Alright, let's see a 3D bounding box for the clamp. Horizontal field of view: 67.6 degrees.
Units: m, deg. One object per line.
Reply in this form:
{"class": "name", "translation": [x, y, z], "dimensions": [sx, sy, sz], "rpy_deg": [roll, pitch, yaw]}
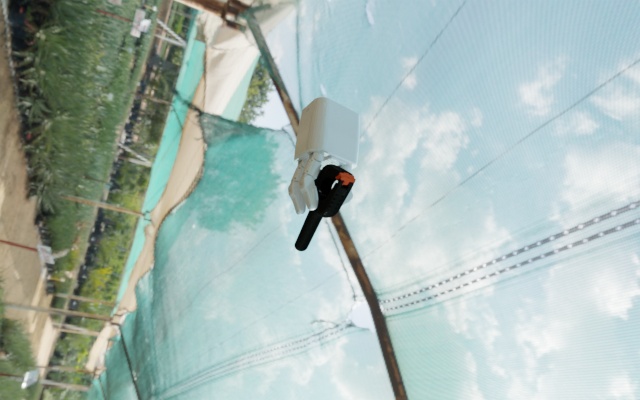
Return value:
{"class": "clamp", "translation": [0.001, 0.003, 0.855], "dimensions": [0.036, 0.164, 0.210], "rpy_deg": [9, -14, -23]}
